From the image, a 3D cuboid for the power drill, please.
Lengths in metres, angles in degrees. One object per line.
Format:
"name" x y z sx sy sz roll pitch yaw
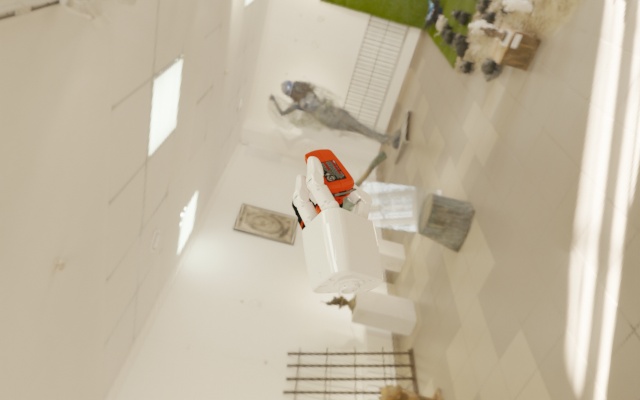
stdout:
"power drill" 0.000 0.003 0.863 0.057 0.188 0.184 -16 48 -22
